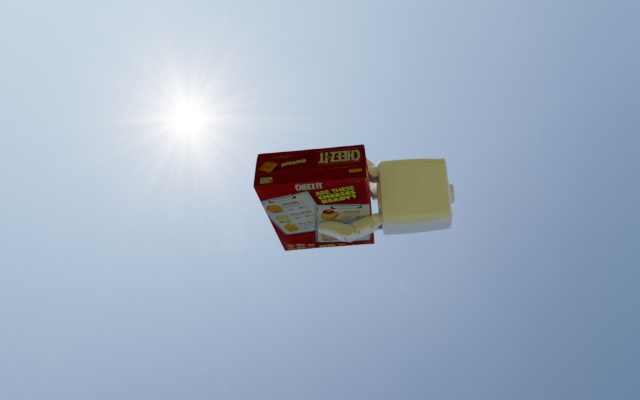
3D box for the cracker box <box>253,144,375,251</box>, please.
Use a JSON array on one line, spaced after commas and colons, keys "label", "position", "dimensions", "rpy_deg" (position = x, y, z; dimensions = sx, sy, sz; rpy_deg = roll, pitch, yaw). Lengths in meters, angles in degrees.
[{"label": "cracker box", "position": [0.000, 0.003, 0.772], "dimensions": [0.164, 0.072, 0.214], "rpy_deg": [-5, -32, 7]}]
